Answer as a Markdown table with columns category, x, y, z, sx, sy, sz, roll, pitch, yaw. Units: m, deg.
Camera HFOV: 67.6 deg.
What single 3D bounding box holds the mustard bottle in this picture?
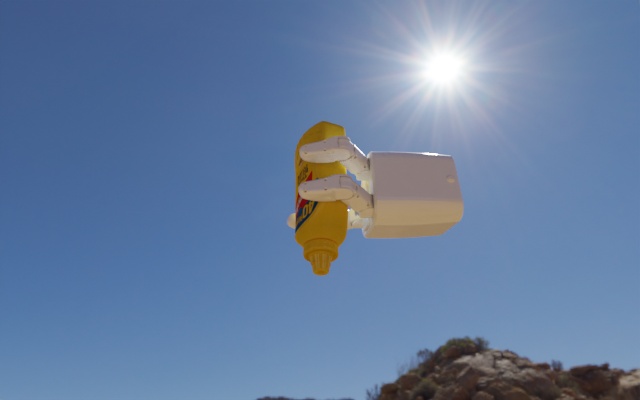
| category | x | y | z | sx | sy | sz | roll | pitch | yaw |
| --- | --- | --- | --- | --- | --- | --- | --- | --- | --- |
| mustard bottle | 0.000 | 0.002 | 0.589 | 0.058 | 0.191 | 0.096 | 14 | -37 | -22 |
